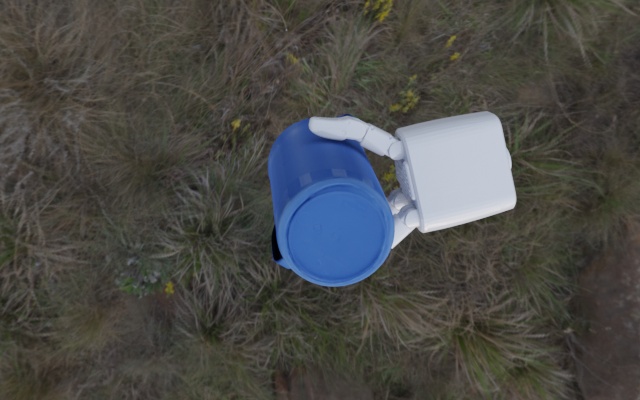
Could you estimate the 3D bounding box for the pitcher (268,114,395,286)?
[{"bbox_3d":[0.000,0.002,0.537,0.145,0.149,0.242,-12,20,0],"label":"pitcher"}]
